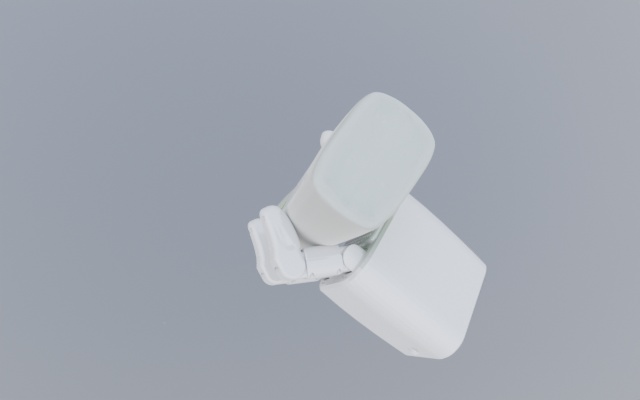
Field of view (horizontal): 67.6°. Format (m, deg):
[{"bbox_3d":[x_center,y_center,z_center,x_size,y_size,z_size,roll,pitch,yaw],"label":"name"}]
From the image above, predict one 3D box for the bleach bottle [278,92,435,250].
[{"bbox_3d":[0.000,0.001,0.437,0.068,0.102,0.251,39,-22,-5],"label":"bleach bottle"}]
